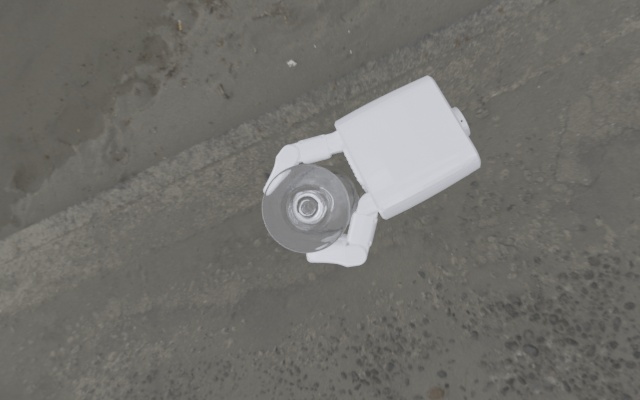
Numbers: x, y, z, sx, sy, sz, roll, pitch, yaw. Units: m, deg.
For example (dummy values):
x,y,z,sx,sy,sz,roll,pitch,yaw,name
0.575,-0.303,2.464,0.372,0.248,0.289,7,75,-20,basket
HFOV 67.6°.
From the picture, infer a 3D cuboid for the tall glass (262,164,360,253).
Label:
x,y,z,sx,sy,sz,roll,pitch,yaw,name
0.000,0.002,0.493,0.079,0.079,0.201,0,3,7,tall glass
